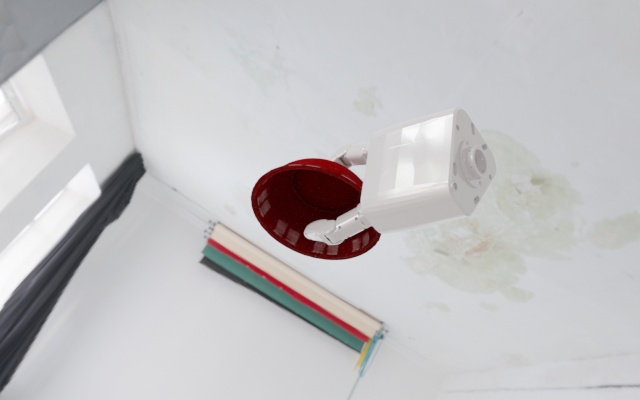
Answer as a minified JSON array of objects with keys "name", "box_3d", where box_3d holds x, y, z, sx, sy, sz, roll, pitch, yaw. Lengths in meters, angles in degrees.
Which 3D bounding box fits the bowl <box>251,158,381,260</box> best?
[{"name":"bowl","box_3d":[-0.001,0.002,0.584,0.162,0.162,0.055,0,44,20]}]
